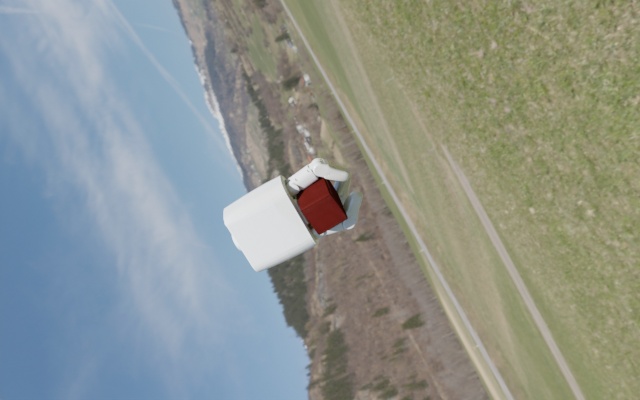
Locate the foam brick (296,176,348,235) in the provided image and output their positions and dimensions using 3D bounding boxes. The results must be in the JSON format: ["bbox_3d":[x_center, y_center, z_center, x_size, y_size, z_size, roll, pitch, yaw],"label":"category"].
[{"bbox_3d":[0.000,0.002,0.707,0.051,0.053,0.078,-30,31,7],"label":"foam brick"}]
